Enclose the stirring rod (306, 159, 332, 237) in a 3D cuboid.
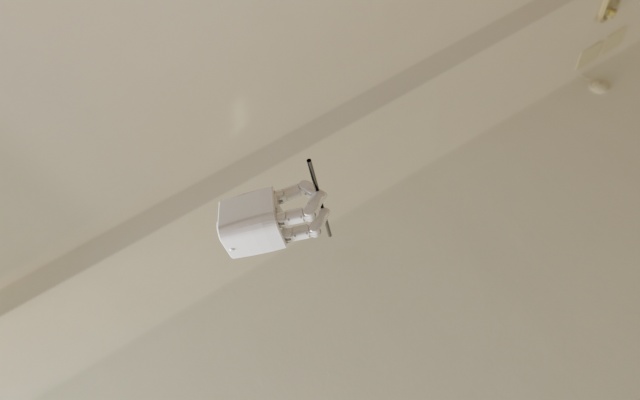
[{"bbox_3d":[0.000,0.003,0.877,0.011,0.011,0.240,0,-35,11],"label":"stirring rod"}]
